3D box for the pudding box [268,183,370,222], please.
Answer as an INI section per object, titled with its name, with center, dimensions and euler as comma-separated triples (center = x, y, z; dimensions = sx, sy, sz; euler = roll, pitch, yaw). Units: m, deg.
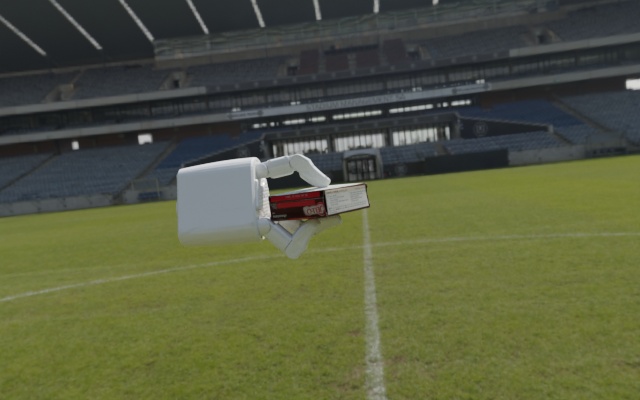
[pudding box]
center = 0.000, 0.002, 0.634
dimensions = 0.090, 0.039, 0.113
euler = -5, 5, 34
